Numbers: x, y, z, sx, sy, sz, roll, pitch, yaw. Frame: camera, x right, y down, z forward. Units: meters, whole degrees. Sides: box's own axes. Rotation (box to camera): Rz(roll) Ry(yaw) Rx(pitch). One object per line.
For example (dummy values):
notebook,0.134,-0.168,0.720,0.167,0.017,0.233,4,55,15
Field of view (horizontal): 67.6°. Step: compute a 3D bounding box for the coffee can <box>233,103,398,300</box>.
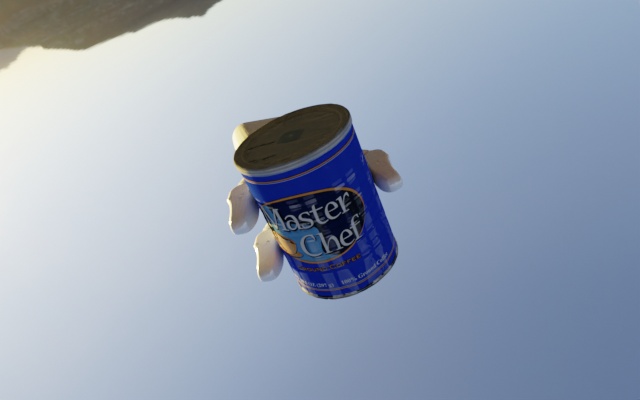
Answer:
coffee can,0.000,0.001,0.421,0.103,0.140,0.102,-18,30,11
